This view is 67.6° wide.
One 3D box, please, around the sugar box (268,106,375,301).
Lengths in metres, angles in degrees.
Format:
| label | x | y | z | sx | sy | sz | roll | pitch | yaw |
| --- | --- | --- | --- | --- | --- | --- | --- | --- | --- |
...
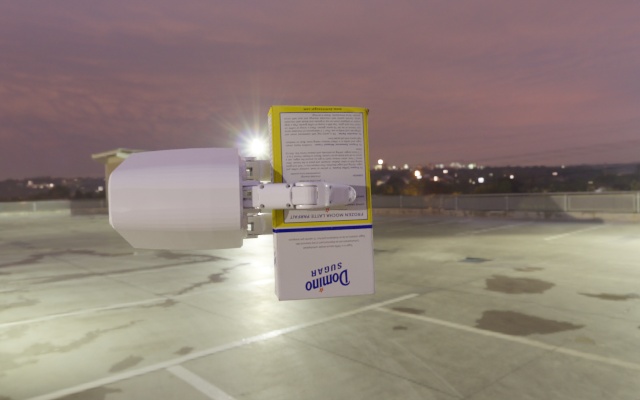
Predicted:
| label | x | y | z | sx | sy | sz | roll | pitch | yaw |
| --- | --- | --- | --- | --- | --- | --- | --- | --- | --- |
| sugar box | 0.000 | 0.001 | 0.452 | 0.093 | 0.176 | 0.048 | -1 | 1 | -11 |
